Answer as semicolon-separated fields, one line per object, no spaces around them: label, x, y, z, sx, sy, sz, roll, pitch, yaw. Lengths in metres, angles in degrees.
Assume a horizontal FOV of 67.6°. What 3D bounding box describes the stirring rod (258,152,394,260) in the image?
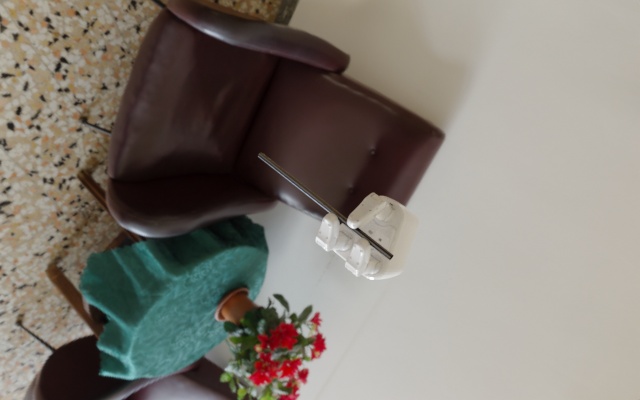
stirring rod;0.000;0.002;0.628;0.239;0.011;0.011;38;18;25
